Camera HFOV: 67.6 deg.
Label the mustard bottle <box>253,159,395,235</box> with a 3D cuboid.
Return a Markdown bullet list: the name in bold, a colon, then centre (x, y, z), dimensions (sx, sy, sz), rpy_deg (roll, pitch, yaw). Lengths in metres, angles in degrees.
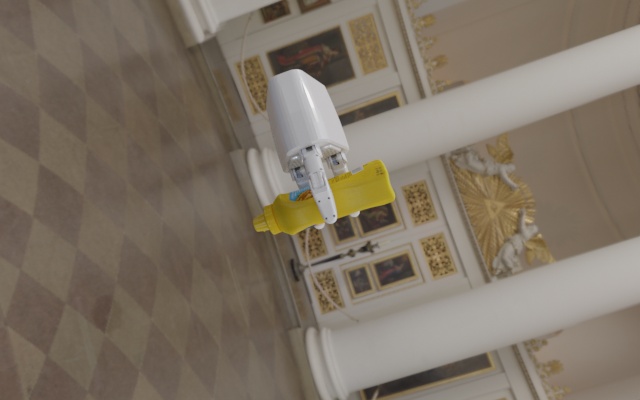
- **mustard bottle**: centre (0.000, 0.002, 0.644), dimensions (0.191, 0.058, 0.096), rpy_deg (-19, 13, 5)
